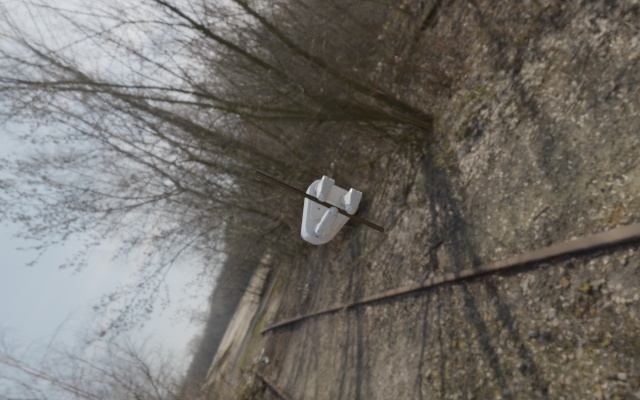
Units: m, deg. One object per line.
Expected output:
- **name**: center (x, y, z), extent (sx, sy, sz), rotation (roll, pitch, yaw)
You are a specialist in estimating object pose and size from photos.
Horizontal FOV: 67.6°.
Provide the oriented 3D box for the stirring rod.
- **stirring rod**: center (0.000, 0.003, 0.818), extent (0.239, 0.011, 0.011), rotation (24, -2, -4)
